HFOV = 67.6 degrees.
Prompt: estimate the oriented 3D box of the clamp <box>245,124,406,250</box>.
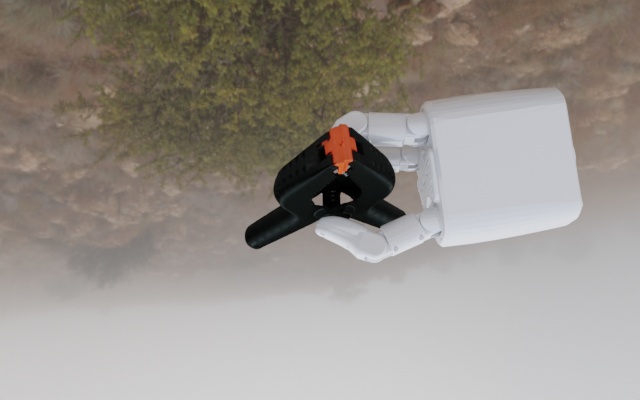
[{"bbox_3d":[0.000,0.002,0.403,0.164,0.036,0.210,-9,-20,2],"label":"clamp"}]
